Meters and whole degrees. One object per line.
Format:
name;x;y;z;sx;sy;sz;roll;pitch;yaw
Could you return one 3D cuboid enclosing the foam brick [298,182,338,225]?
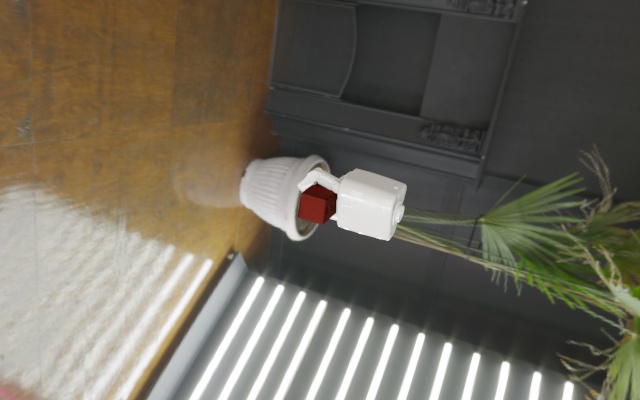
foam brick;0.000;0.003;0.899;0.051;0.053;0.078;19;28;19
